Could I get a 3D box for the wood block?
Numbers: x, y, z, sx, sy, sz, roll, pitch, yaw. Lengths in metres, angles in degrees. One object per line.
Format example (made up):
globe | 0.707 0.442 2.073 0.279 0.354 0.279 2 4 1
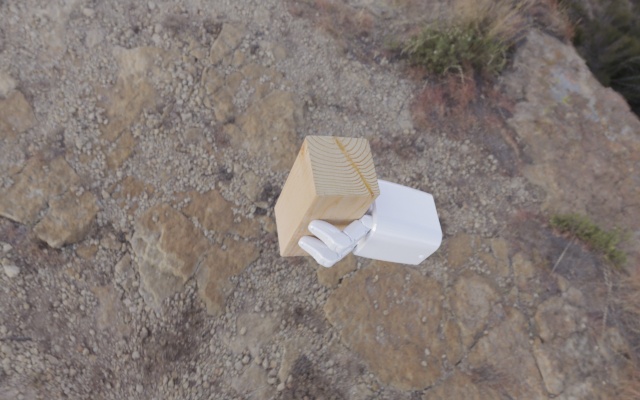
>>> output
wood block | 0.000 0.002 0.698 0.090 0.090 0.206 0 -28 -19
